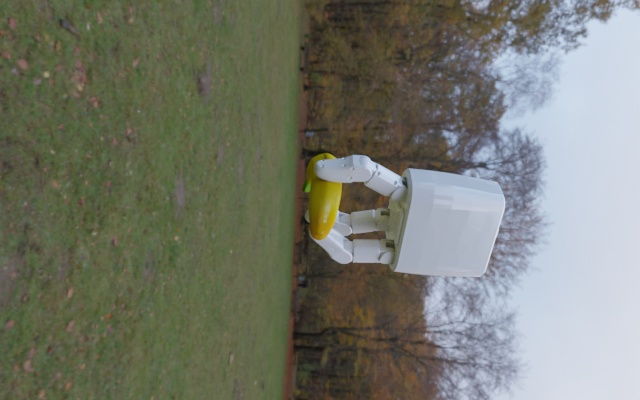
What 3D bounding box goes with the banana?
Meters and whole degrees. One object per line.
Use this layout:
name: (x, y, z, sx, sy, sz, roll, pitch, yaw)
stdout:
banana: (0.003, -0.017, 0.560, 0.037, 0.070, 0.197, 10, 15, -6)
